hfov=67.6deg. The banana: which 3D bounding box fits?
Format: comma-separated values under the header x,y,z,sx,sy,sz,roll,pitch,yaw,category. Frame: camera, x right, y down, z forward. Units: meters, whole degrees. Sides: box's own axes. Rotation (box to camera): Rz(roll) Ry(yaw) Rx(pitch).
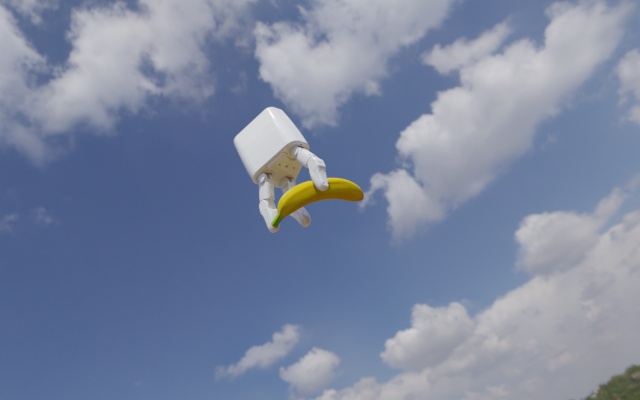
x,y,z,sx,sy,sz,roll,pitch,yaw,category
0.002,-0.009,0.838,0.198,0.037,0.070,-15,-36,-30,banana
